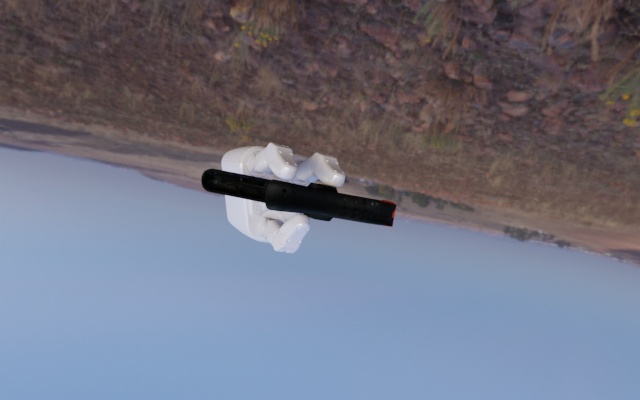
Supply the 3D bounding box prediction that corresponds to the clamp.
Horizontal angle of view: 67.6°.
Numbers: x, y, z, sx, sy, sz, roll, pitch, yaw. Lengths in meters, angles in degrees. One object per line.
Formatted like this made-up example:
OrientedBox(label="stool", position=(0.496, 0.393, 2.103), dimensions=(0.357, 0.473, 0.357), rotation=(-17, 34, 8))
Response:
OrientedBox(label="clamp", position=(0.000, 0.002, 0.480), dimensions=(0.210, 0.036, 0.164), rotation=(11, 2, -26))
